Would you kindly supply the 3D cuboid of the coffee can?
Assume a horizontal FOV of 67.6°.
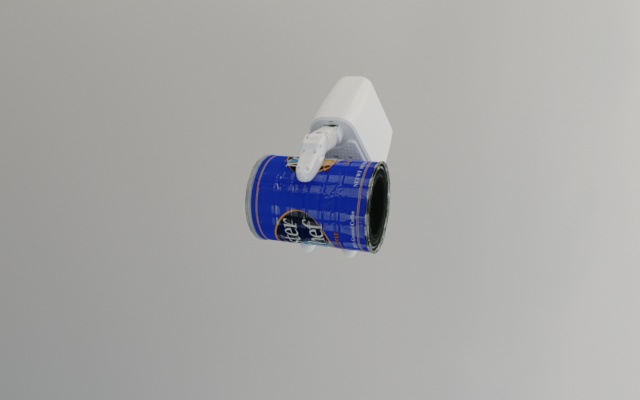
[{"bbox_3d":[0.000,0.002,0.547,0.140,0.103,0.103,5,2,20],"label":"coffee can"}]
